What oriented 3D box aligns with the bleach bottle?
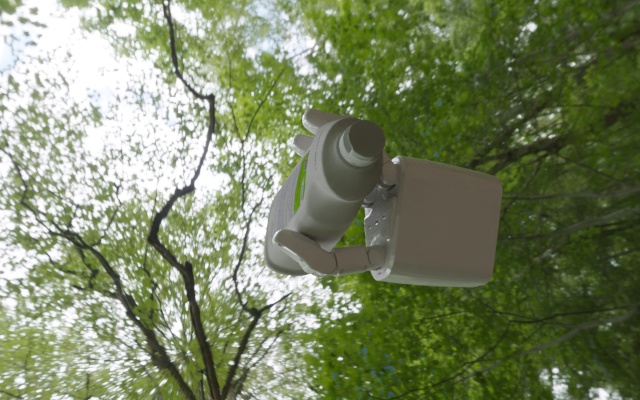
[{"bbox_3d":[0.000,0.001,0.446,0.068,0.102,0.251,8,-19,-13],"label":"bleach bottle"}]
